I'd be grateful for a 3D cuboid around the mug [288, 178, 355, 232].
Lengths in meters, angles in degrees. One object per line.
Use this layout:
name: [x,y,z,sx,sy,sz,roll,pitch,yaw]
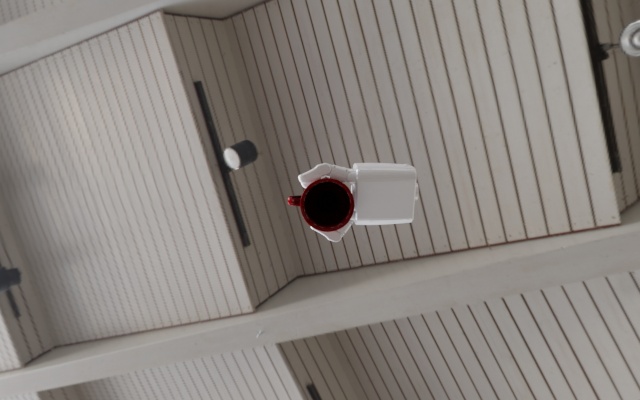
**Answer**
mug: [-0.001,0.003,0.852,0.117,0.093,0.081,1,7,1]
